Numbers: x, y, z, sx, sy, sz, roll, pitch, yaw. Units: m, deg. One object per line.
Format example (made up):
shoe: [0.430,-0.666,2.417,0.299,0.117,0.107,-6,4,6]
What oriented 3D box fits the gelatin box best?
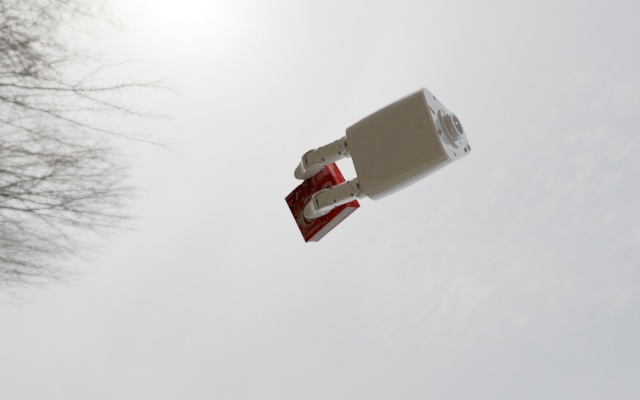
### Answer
gelatin box: [0.000,0.002,0.631,0.030,0.073,0.089,3,-37,-50]
